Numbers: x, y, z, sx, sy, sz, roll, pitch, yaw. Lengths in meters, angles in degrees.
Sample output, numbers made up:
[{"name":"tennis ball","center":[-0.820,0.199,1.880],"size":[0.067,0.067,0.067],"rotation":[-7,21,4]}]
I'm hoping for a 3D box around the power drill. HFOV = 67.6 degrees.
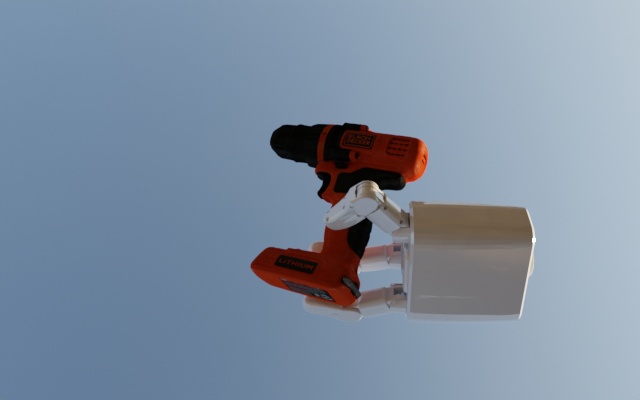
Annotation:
[{"name":"power drill","center":[0.000,0.002,0.494],"size":[0.184,0.187,0.057],"rotation":[10,-24,28]}]
